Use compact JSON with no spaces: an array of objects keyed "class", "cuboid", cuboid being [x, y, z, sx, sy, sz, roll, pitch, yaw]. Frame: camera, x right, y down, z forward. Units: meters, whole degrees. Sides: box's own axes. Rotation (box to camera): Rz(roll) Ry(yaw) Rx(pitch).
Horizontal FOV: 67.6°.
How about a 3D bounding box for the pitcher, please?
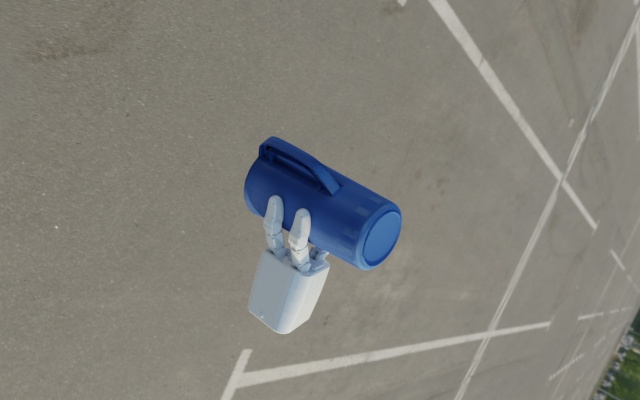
[{"class":"pitcher","cuboid":[0.000,0.003,0.744,0.242,0.145,0.149,28,13,36]}]
